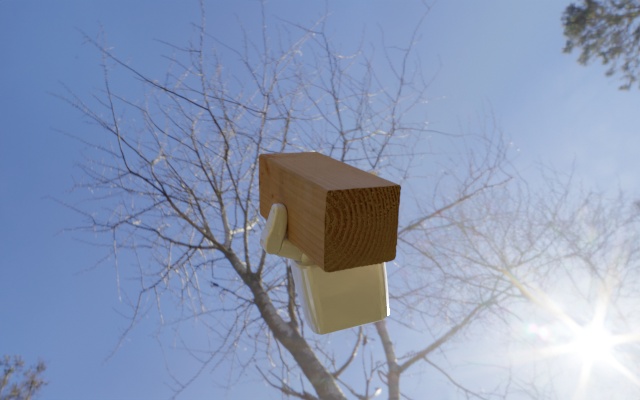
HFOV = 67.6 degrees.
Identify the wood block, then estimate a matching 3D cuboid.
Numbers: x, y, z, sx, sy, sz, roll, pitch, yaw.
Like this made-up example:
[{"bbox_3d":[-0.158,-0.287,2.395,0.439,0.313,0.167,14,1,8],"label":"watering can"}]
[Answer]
[{"bbox_3d":[0.000,0.002,0.584,0.091,0.090,0.206,-6,18,-25],"label":"wood block"}]
